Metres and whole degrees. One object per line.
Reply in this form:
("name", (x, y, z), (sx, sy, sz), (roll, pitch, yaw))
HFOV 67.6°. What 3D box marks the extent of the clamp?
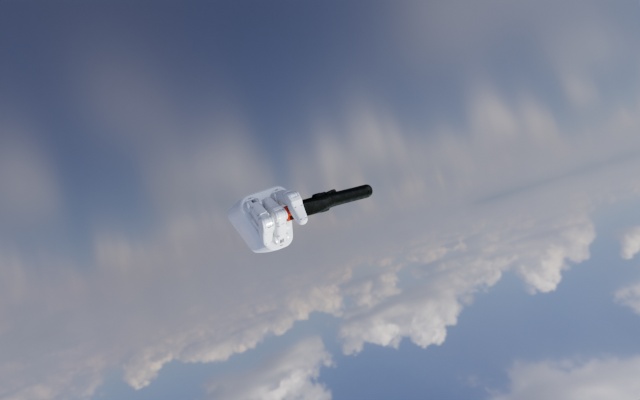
("clamp", (0.000, 0.004, 0.897), (0.171, 0.039, 0.120), (-14, -1, -27))
